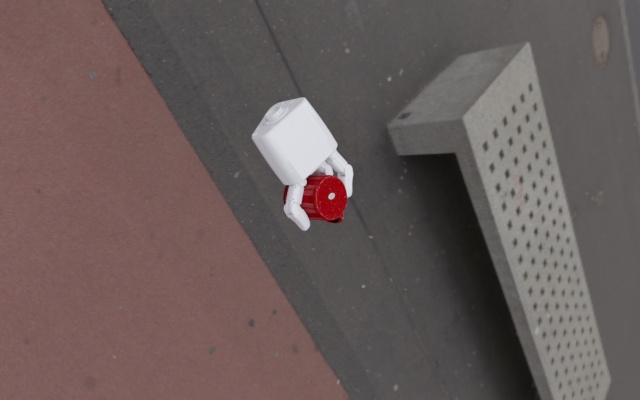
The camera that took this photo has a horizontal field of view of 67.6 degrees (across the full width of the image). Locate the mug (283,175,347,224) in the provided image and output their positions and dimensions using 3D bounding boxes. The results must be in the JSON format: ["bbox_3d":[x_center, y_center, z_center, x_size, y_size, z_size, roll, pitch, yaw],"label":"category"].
[{"bbox_3d":[0.001,0.004,0.871,0.081,0.093,0.117,2,-41,48],"label":"mug"}]
